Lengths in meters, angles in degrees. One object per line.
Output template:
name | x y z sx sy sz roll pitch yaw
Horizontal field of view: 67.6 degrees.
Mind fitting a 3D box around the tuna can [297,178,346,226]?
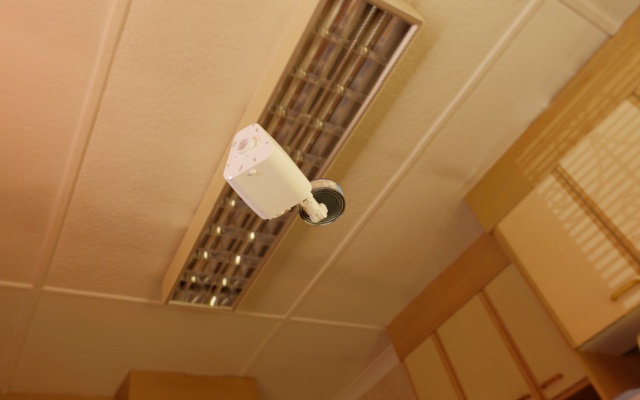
tuna can | 0.000 0.002 0.854 0.086 0.086 0.033 0 39 -13
